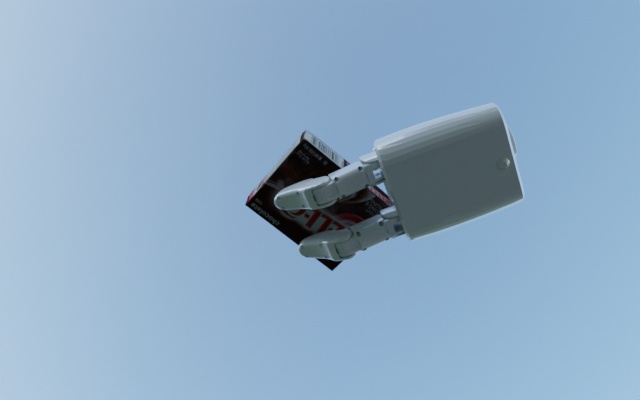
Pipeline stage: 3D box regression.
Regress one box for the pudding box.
[{"bbox_3d":[0.000,0.001,0.460,0.113,0.090,0.039,39,21,-11],"label":"pudding box"}]
